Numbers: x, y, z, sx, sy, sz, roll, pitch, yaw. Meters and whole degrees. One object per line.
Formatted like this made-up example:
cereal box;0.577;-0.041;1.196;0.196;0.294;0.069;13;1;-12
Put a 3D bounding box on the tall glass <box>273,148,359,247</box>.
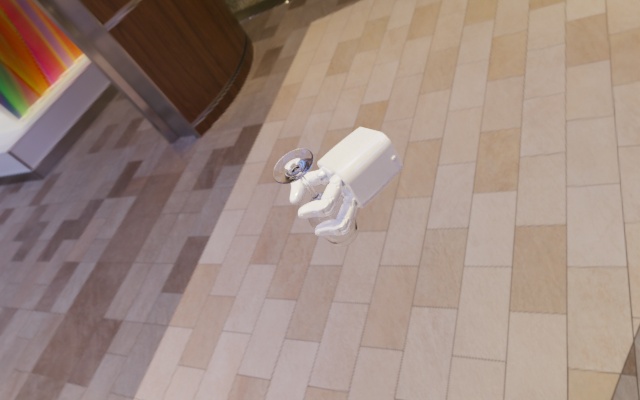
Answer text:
tall glass;0.000;0.002;0.836;0.079;0.079;0.201;0;-37;33
